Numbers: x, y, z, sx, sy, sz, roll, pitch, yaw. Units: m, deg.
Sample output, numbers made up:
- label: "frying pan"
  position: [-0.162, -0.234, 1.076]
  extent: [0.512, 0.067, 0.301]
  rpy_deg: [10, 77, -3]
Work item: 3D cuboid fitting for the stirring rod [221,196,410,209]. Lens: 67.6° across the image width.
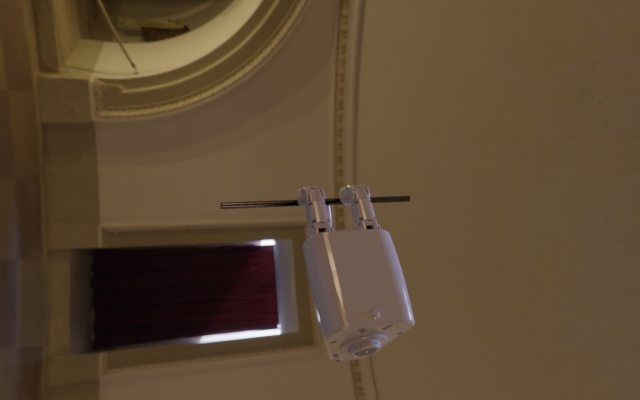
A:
- label: "stirring rod"
  position: [0.000, 0.002, 0.586]
  extent: [0.239, 0.011, 0.011]
  rpy_deg: [-2, 1, -17]
